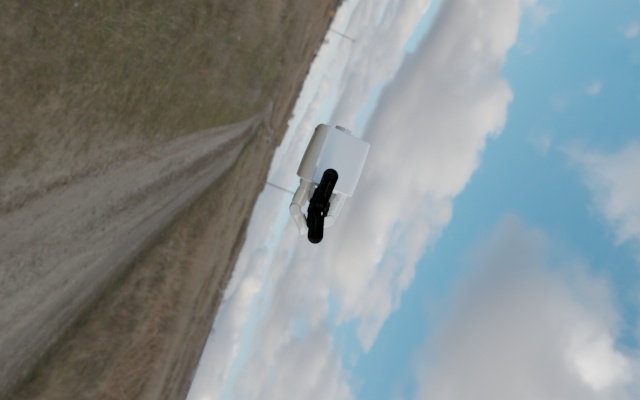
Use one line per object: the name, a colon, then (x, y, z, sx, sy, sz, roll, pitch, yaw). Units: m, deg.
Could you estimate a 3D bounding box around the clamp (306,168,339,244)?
clamp: (0.001, 0.003, 0.813, 0.039, 0.120, 0.171, 20, 4, -7)
